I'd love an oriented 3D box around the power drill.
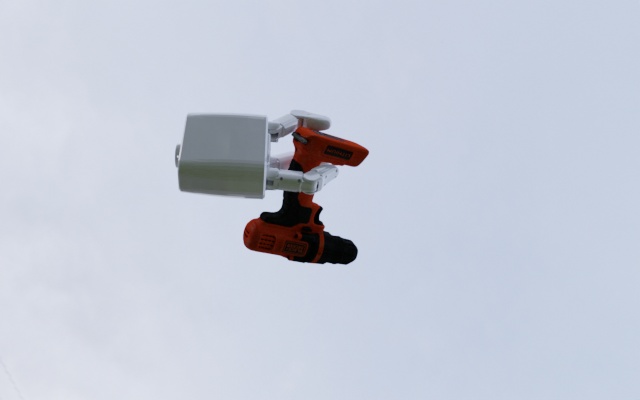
[{"bbox_3d":[0.000,0.002,0.676,0.184,0.188,0.057,13,13,-31],"label":"power drill"}]
